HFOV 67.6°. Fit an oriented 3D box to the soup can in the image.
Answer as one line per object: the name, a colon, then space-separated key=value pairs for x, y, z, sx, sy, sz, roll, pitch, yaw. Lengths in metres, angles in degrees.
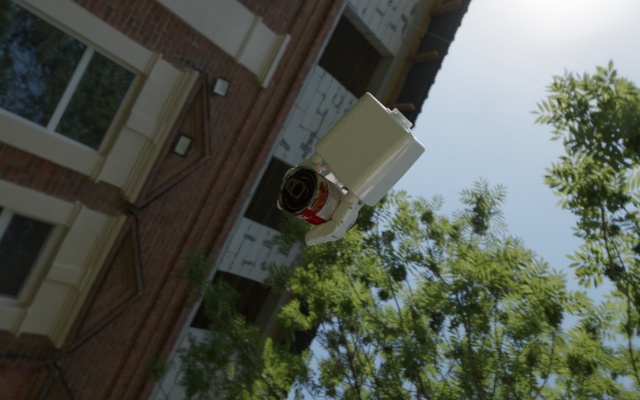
soup can: x=0.000 y=0.003 z=0.666 sx=0.068 sy=0.068 sz=0.102 roll=0 pitch=-20 yaw=41
